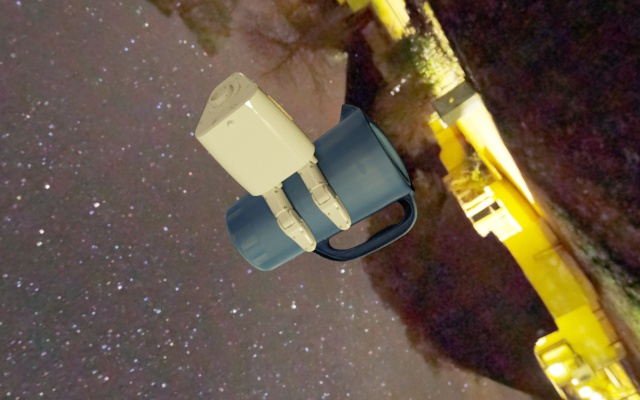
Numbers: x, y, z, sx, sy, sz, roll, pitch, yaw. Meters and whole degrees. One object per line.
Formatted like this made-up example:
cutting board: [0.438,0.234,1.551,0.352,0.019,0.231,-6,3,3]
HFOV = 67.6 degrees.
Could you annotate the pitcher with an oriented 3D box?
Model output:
pitcher: [0.000,0.002,0.644,0.243,0.149,0.145,-33,-54,14]
